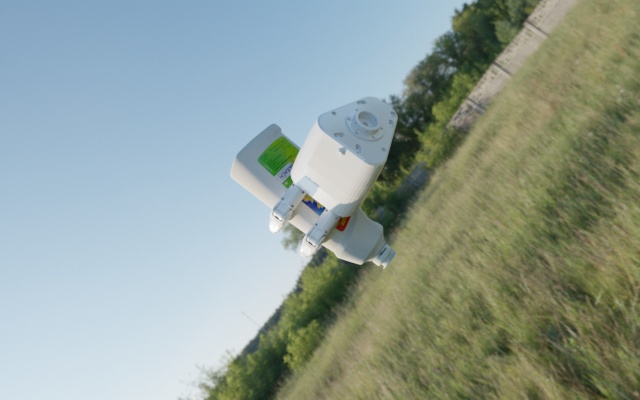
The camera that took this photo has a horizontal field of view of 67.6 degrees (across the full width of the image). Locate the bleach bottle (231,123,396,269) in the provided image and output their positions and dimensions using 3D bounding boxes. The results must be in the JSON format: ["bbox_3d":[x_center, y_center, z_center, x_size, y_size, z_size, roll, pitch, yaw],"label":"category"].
[{"bbox_3d":[0.000,0.002,0.670,0.102,0.251,0.068,-49,-7,-38],"label":"bleach bottle"}]
